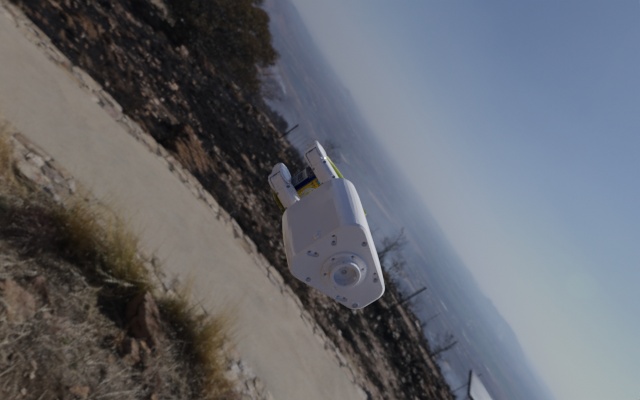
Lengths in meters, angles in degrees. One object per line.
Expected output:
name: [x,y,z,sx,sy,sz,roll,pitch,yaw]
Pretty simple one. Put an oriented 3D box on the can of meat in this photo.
can of meat: [0.000,0.002,0.639,0.084,0.102,0.057,-34,23,11]
